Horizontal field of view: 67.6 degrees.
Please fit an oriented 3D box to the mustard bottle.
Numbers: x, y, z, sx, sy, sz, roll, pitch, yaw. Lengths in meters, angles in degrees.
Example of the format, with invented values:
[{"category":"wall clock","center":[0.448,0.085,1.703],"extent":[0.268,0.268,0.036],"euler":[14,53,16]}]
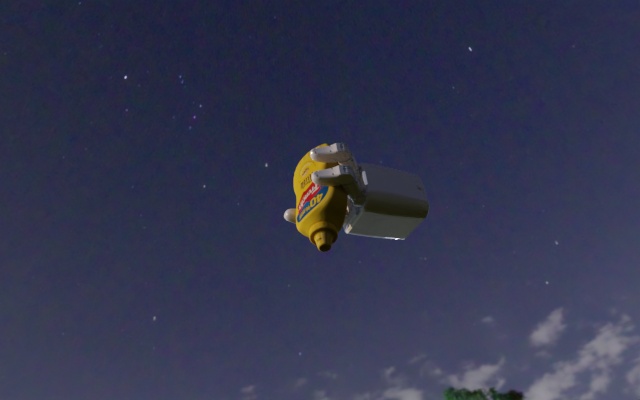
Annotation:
[{"category":"mustard bottle","center":[0.000,0.002,0.732],"extent":[0.058,0.191,0.096],"euler":[30,-57,-28]}]
